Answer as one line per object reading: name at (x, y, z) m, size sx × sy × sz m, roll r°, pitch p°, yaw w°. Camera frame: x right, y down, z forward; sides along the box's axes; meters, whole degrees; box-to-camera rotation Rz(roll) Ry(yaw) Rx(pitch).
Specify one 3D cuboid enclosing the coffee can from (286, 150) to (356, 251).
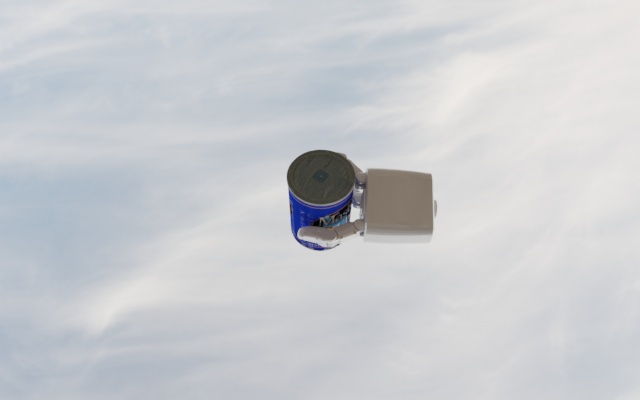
coffee can at (0.000, 0.002, 0.764) m, size 0.103 × 0.102 × 0.140 m, roll 0°, pitch -35°, yaw -1°
